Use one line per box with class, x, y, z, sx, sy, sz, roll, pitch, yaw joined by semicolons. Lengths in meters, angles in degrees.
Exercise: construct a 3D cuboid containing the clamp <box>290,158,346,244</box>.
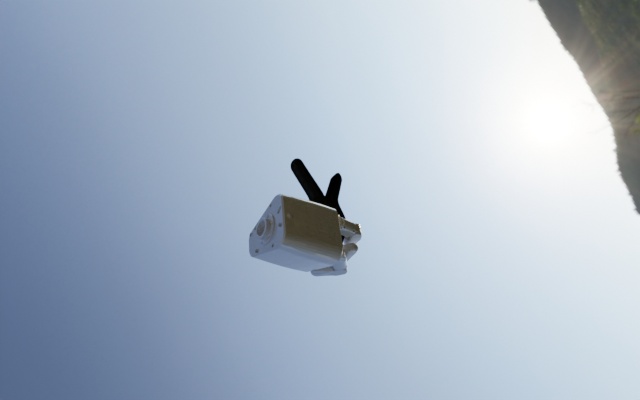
clamp;0.000;0.003;0.835;0.120;0.171;0.039;19;-44;-33
